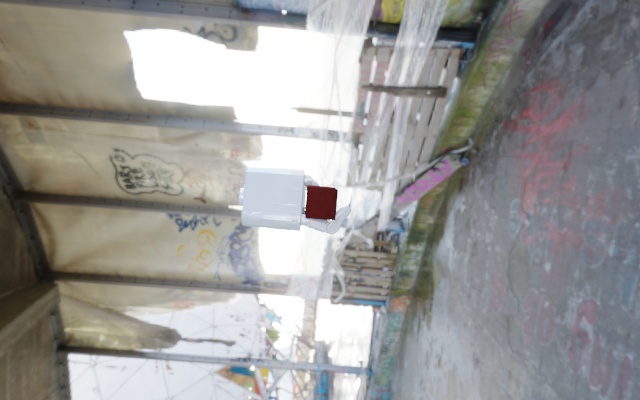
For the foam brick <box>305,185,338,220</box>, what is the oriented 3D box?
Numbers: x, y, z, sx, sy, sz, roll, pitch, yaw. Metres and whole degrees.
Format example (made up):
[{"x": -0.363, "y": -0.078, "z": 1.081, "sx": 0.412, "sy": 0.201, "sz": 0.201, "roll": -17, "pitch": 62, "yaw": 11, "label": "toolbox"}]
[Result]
[{"x": 0.000, "y": 0.003, "z": 0.812, "sx": 0.051, "sy": 0.053, "sz": 0.078, "roll": 5, "pitch": 3, "yaw": -2, "label": "foam brick"}]
